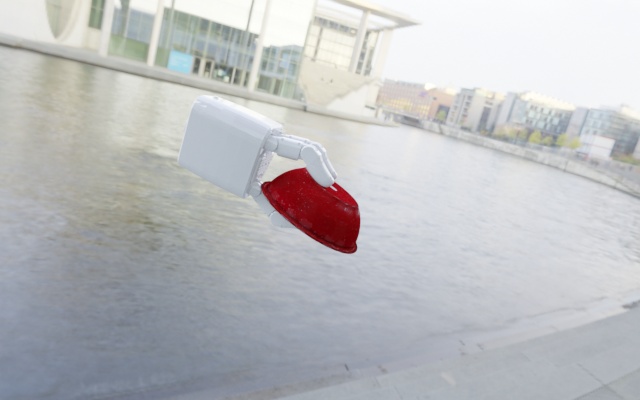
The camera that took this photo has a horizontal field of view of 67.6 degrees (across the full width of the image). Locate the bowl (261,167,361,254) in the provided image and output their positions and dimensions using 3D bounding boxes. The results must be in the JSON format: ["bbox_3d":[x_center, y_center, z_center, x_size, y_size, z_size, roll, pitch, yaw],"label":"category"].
[{"bbox_3d":[0.001,0.003,0.660,0.162,0.055,0.162,34,13,-9],"label":"bowl"}]
